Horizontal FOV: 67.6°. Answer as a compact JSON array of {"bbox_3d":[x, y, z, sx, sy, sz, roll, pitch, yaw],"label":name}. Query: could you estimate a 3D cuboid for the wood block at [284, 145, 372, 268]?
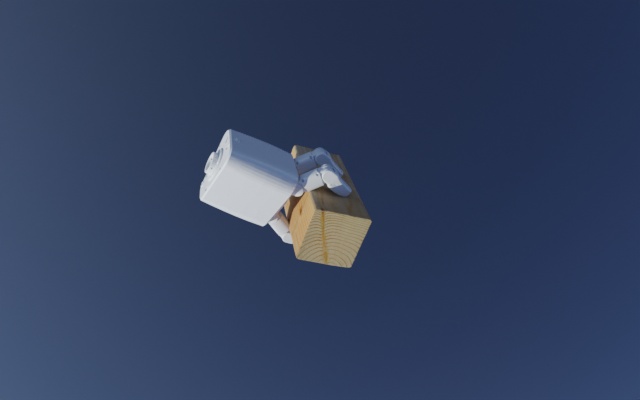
[{"bbox_3d":[0.000,0.003,0.765,0.090,0.091,0.206,12,29,-19],"label":"wood block"}]
